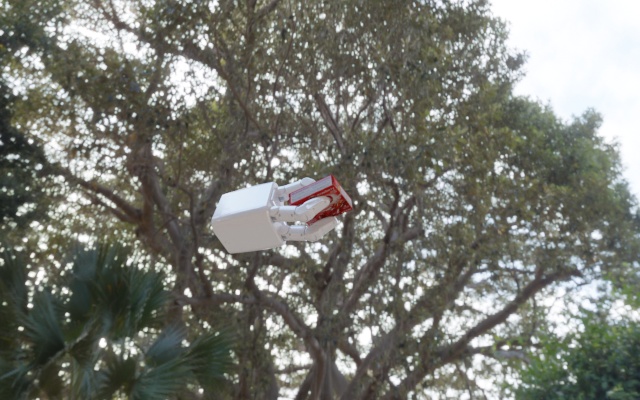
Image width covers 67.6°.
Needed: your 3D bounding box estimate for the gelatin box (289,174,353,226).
[{"bbox_3d":[0.000,0.002,0.828,0.089,0.030,0.073,-24,-46,17],"label":"gelatin box"}]
